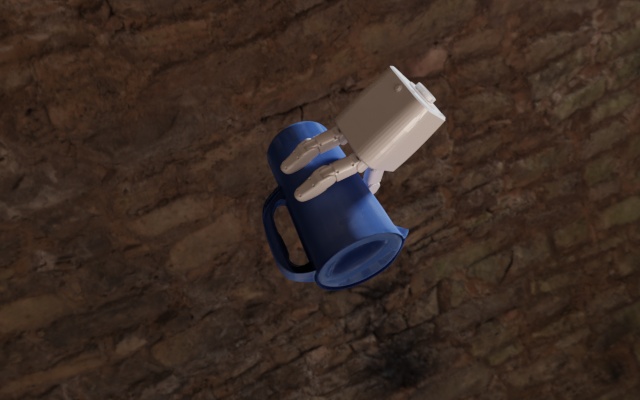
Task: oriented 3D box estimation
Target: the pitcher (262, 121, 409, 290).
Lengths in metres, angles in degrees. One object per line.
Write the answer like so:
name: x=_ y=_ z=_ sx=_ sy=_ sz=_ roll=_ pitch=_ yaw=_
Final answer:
pitcher: x=0.000 y=0.002 z=0.699 sx=0.145 sy=0.242 sz=0.149 roll=-44 pitch=-36 yaw=23
